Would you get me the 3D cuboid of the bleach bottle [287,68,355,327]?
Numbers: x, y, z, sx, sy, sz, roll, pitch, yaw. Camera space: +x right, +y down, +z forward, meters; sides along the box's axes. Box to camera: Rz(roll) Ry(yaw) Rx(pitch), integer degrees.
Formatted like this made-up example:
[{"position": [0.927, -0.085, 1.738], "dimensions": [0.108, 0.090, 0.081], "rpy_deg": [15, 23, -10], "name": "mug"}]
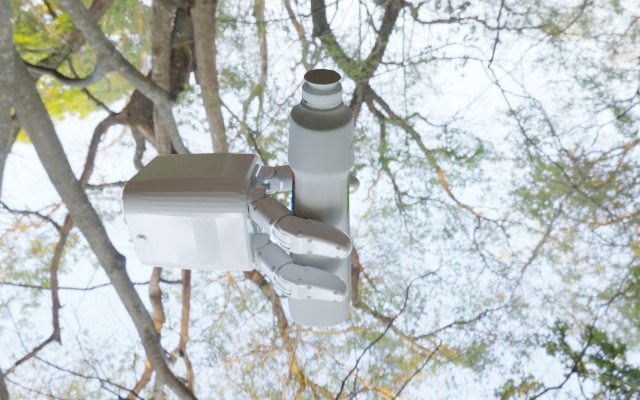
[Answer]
[{"position": [0.000, 0.002, 0.434], "dimensions": [0.068, 0.251, 0.102], "rpy_deg": [0, 39, -1], "name": "bleach bottle"}]
